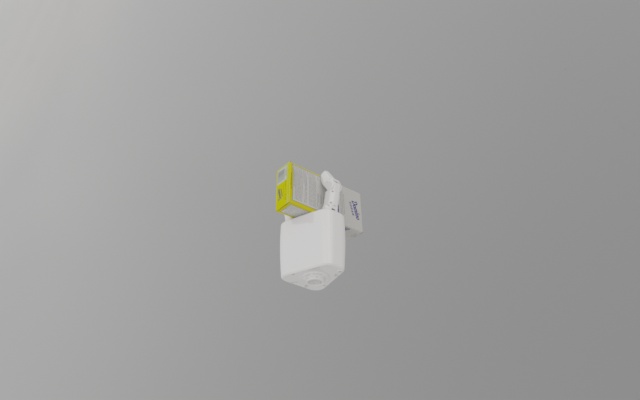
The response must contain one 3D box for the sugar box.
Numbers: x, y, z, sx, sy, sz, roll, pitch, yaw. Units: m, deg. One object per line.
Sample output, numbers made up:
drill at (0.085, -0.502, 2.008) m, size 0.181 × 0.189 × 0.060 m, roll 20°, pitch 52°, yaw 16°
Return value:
sugar box at (0.000, 0.003, 0.894) m, size 0.176 × 0.093 × 0.048 m, roll 26°, pitch -41°, yaw -34°
